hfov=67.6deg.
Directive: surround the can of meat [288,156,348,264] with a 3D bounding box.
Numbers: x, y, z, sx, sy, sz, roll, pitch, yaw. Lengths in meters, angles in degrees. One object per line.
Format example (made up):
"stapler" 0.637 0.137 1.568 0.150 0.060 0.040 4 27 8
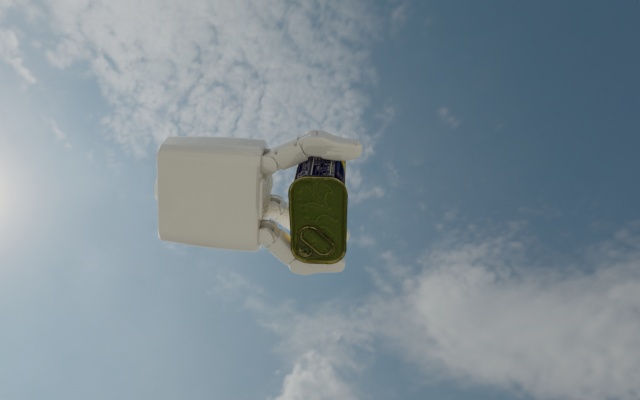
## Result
"can of meat" 0.000 0.001 0.505 0.057 0.102 0.084 1 31 3
